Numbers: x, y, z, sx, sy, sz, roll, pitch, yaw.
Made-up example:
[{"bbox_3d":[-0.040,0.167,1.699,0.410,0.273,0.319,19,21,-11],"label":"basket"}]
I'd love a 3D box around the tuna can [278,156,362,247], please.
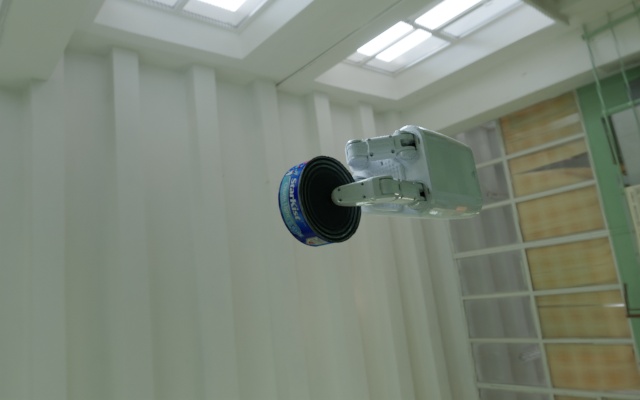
[{"bbox_3d":[0.000,0.002,0.468,0.034,0.086,0.086,-17,-12,42],"label":"tuna can"}]
